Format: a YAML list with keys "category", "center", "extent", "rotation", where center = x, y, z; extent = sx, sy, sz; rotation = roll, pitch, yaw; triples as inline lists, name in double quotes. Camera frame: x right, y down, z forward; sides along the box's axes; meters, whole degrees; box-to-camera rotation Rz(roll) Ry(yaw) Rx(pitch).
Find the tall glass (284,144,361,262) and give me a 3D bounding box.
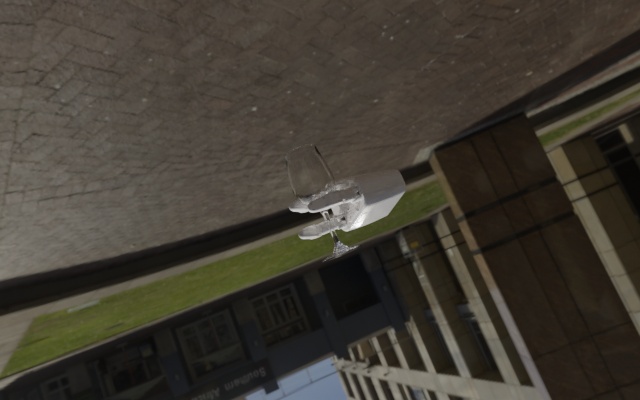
- category: "tall glass"
  center: [0.000, 0.003, 0.847]
  extent: [0.079, 0.201, 0.079]
  rotation: [-22, -10, -4]
